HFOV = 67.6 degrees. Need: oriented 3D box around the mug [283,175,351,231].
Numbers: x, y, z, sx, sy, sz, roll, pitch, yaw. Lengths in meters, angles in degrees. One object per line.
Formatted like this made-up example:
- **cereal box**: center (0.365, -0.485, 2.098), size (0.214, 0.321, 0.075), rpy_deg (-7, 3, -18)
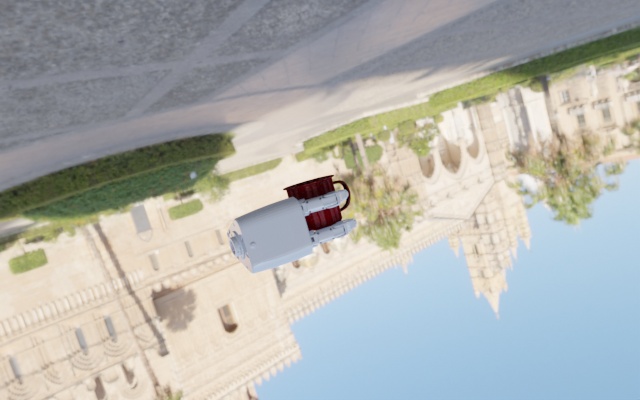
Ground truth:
- **mug**: center (0.001, 0.003, 0.835), size (0.117, 0.081, 0.093), rpy_deg (-18, 7, -23)
